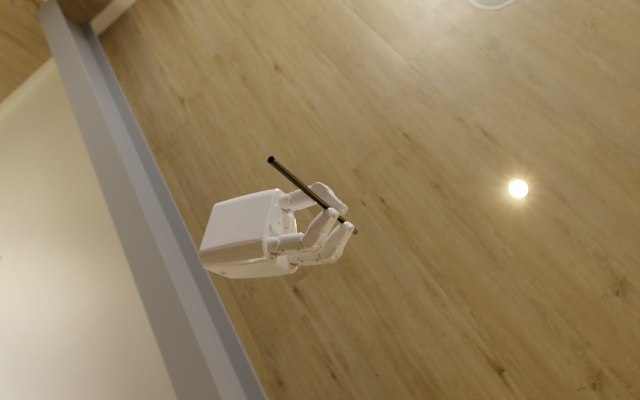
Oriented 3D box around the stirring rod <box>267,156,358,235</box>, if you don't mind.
[{"bbox_3d":[0.000,0.002,0.578,0.011,0.011,0.240,0,-21,26],"label":"stirring rod"}]
